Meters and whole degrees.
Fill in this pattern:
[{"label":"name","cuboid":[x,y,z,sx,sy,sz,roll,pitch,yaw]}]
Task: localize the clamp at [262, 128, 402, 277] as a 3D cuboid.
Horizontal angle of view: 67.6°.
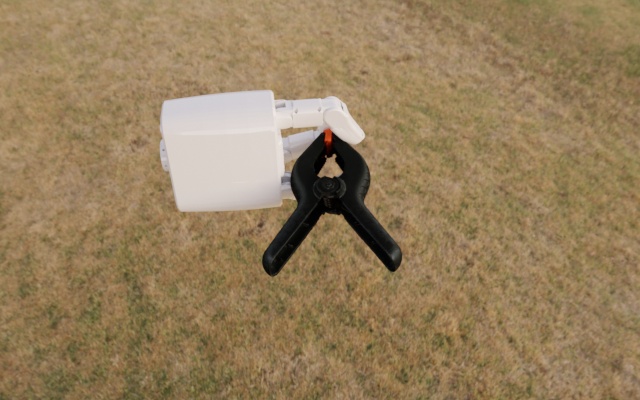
[{"label":"clamp","cuboid":[0.000,0.001,0.455,0.120,0.171,0.039,-6,-42,-7]}]
